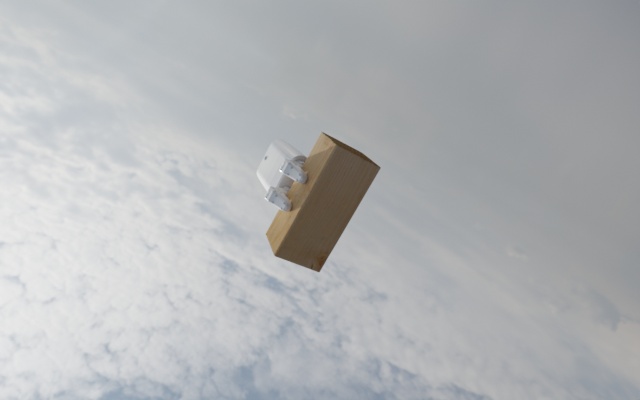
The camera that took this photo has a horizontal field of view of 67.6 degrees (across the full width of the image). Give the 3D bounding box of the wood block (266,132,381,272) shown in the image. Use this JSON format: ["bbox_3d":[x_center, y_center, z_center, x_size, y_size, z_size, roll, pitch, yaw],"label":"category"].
[{"bbox_3d":[0.000,0.003,0.806,0.091,0.206,0.090,24,13,-25],"label":"wood block"}]
